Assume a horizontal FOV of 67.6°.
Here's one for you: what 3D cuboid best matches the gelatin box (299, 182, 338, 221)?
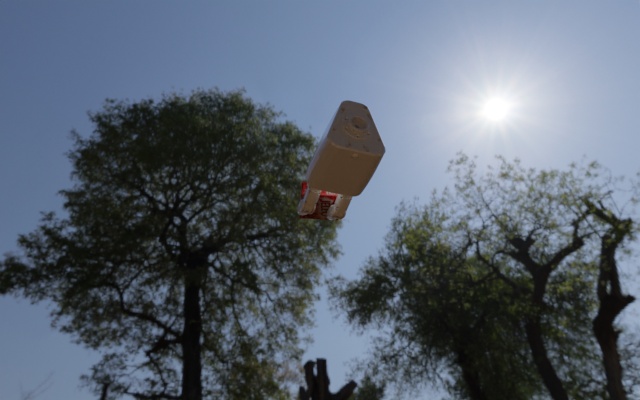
[{"bbox_3d":[0.000,0.003,0.857,0.073,0.030,0.089,3,-30,-3],"label":"gelatin box"}]
